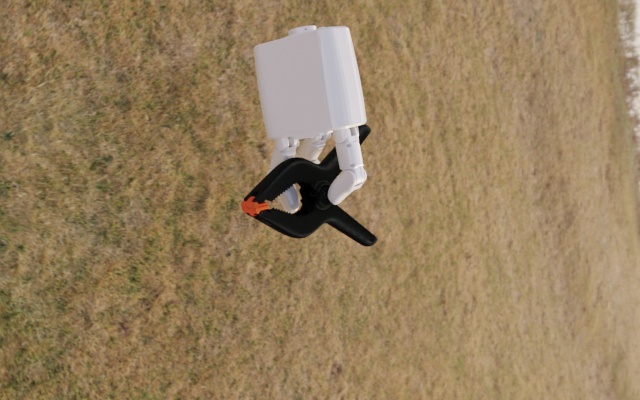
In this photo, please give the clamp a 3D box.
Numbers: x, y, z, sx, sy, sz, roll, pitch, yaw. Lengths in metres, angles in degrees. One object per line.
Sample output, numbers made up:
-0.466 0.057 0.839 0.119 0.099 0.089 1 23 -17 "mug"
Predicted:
0.000 0.002 0.583 0.210 0.164 0.036 -20 15 -41 "clamp"
